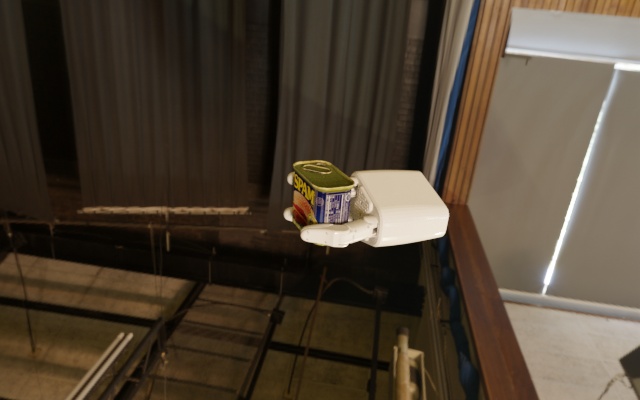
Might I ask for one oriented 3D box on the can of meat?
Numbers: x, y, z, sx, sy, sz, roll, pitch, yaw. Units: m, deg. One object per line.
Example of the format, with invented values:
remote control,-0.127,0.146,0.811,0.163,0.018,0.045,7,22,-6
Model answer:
can of meat,0.000,0.002,0.638,0.057,0.084,0.102,-6,26,-23
